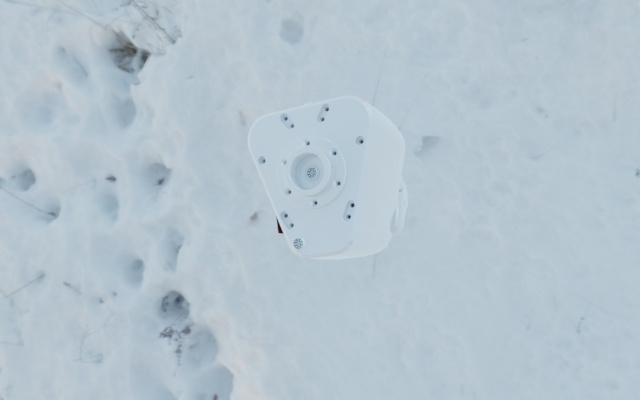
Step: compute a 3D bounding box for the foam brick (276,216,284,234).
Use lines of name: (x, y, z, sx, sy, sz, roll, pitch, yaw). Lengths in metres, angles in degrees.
foam brick: (0.000, 0.002, 0.455, 0.078, 0.053, 0.051, -10, -6, 19)
